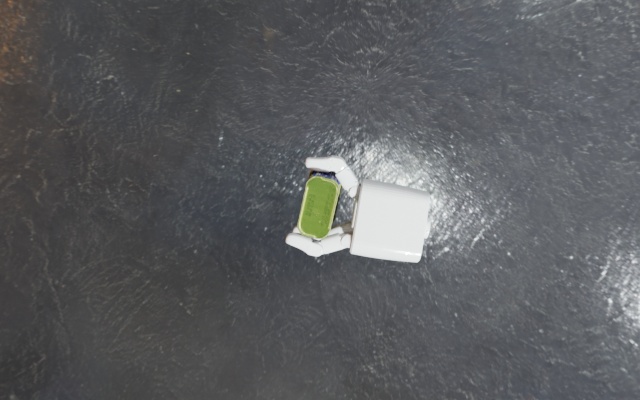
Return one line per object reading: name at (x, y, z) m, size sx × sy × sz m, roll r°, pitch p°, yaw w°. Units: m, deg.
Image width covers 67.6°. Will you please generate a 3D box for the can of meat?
can of meat at (0.000, 0.002, 0.751) m, size 0.057 × 0.102 × 0.084 m, roll 13°, pitch 14°, yaw 2°
